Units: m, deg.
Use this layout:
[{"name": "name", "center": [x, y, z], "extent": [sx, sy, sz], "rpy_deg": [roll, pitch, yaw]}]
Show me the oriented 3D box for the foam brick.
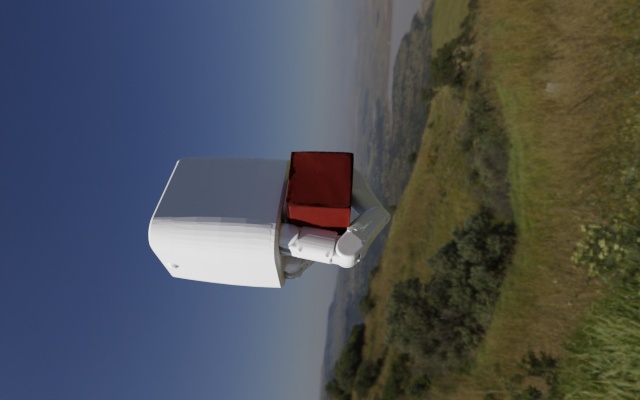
[{"name": "foam brick", "center": [0.000, 0.001, 0.404], "extent": [0.051, 0.053, 0.078], "rpy_deg": [3, -30, 2]}]
